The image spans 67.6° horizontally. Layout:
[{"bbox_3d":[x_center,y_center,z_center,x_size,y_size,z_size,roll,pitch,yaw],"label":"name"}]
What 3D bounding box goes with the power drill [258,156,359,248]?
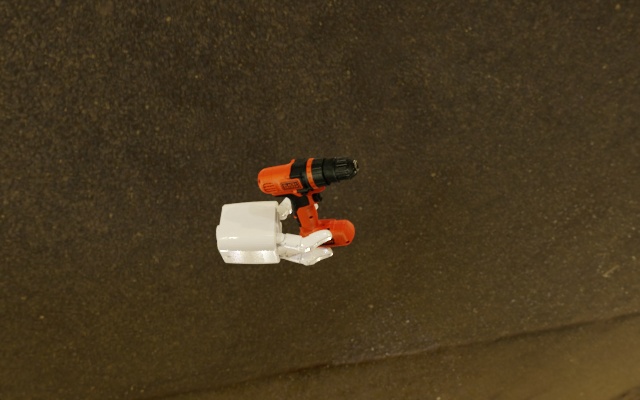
[{"bbox_3d":[0.000,0.003,0.870,0.184,0.188,0.057,-6,39,23],"label":"power drill"}]
